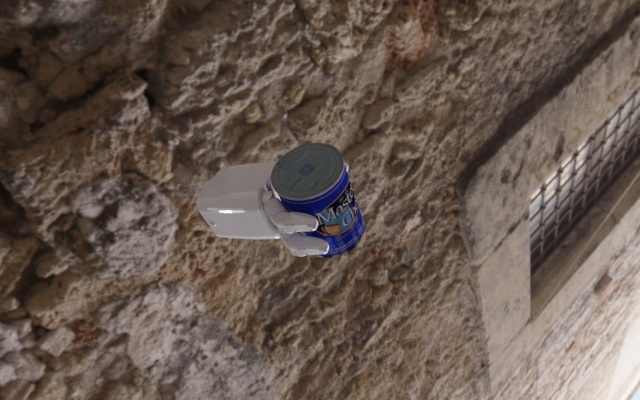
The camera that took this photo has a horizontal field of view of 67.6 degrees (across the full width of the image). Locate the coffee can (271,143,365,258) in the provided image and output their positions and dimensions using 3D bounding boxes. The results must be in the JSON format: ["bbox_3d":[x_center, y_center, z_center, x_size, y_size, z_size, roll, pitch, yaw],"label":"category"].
[{"bbox_3d":[0.000,0.002,0.690,0.103,0.102,0.140,0,-40,21],"label":"coffee can"}]
